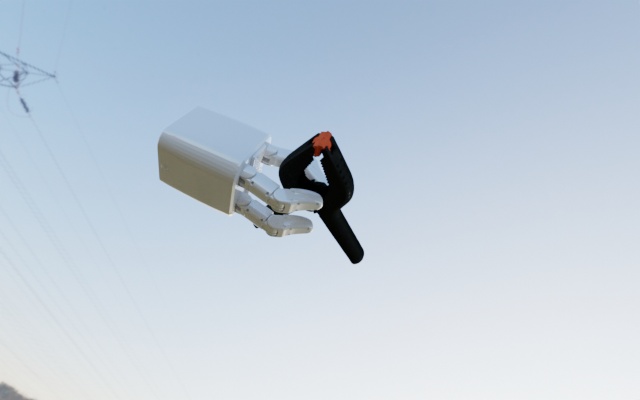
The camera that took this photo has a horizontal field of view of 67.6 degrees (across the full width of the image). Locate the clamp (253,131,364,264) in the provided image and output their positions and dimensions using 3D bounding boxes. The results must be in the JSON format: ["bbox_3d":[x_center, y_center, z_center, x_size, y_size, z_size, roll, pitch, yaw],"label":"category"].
[{"bbox_3d":[0.000,0.001,0.601,0.164,0.036,0.210,23,-39,2],"label":"clamp"}]
